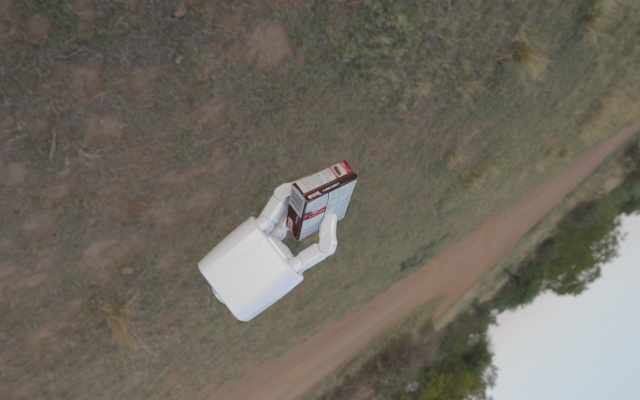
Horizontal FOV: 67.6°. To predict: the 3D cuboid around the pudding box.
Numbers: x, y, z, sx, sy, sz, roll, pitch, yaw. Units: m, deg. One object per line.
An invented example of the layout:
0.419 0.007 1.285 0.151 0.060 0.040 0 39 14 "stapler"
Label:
0.000 0.002 0.689 0.090 0.039 0.114 -27 -24 -24 "pudding box"
